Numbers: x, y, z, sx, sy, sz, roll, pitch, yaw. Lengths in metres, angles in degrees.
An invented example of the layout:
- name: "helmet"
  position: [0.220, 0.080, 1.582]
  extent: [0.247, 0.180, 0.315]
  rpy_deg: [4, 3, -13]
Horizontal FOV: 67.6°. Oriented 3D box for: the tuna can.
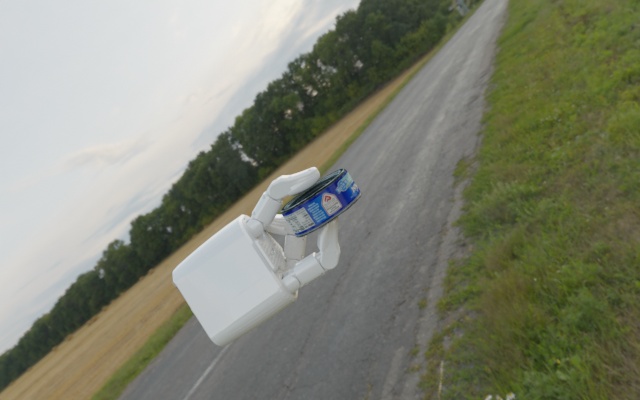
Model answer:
- name: "tuna can"
  position: [0.000, 0.001, 0.514]
  extent: [0.086, 0.034, 0.086]
  rpy_deg: [-33, 8, 5]
